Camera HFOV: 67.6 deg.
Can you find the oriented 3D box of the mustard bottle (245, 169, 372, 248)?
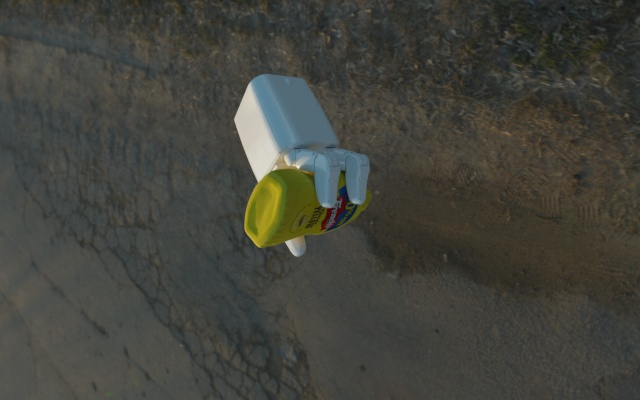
[{"bbox_3d":[0.000,0.002,0.603,0.191,0.096,0.058,-8,43,-47],"label":"mustard bottle"}]
